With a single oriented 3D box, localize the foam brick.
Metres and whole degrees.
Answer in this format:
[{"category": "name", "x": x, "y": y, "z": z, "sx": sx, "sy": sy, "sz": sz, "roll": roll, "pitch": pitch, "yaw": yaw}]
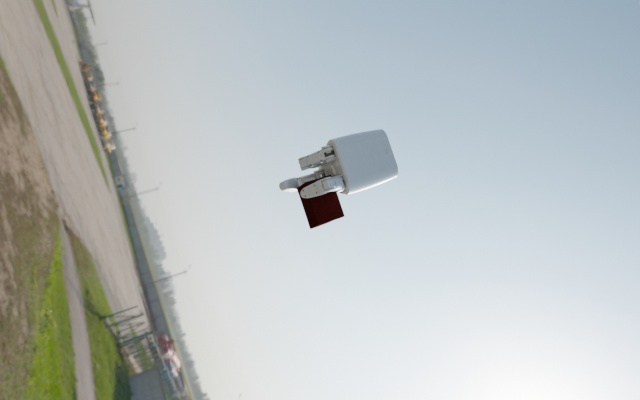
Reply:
[{"category": "foam brick", "x": 0.000, "y": 0.003, "z": 0.827, "sx": 0.051, "sy": 0.078, "sz": 0.053, "roll": -17, "pitch": -4, "yaw": -21}]
